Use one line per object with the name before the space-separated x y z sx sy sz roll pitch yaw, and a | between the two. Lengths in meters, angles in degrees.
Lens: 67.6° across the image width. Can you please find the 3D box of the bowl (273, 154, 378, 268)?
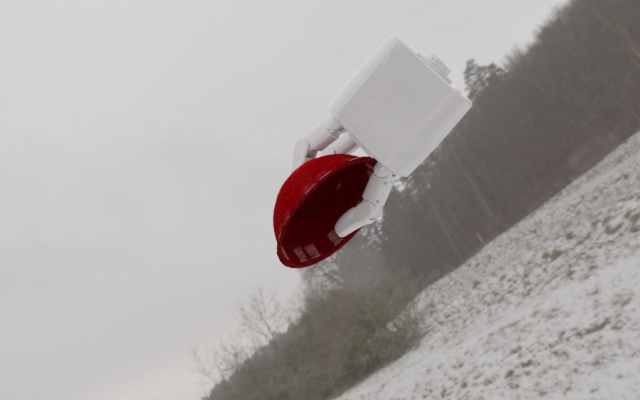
bowl | -0.001 0.003 0.557 0.055 0.162 0.162 43 24 29
